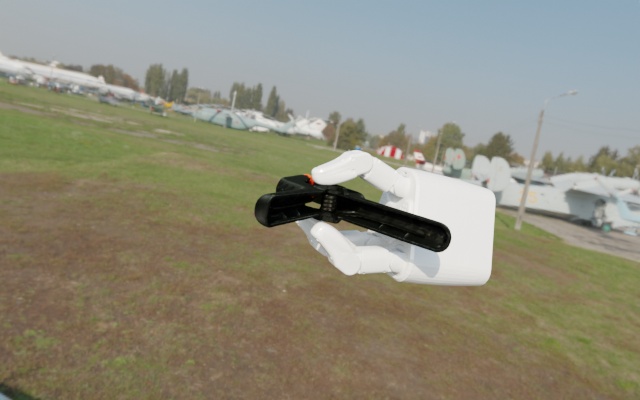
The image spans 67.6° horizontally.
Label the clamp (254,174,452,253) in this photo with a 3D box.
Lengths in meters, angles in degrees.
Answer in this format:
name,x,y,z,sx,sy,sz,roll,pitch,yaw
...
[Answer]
name,x,y,z,sx,sy,sz,roll,pitch,yaw
clamp,0.000,0.001,0.456,0.164,0.036,0.210,10,8,-23
